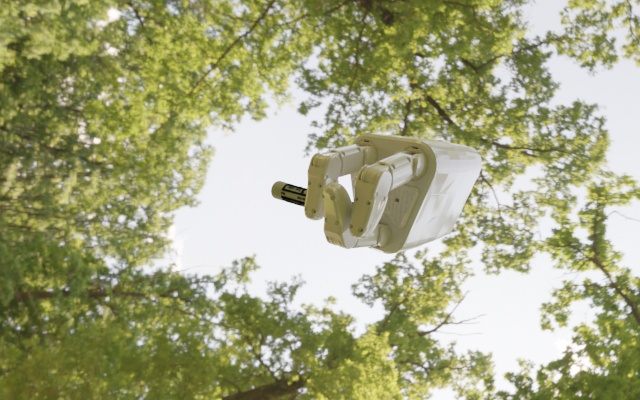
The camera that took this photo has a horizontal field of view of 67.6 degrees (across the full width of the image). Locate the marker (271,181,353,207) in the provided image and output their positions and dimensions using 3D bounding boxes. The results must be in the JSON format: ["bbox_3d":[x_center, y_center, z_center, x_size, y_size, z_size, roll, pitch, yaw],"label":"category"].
[{"bbox_3d":[0.000,0.001,0.446,0.121,0.020,0.020,16,10,41],"label":"marker"}]
